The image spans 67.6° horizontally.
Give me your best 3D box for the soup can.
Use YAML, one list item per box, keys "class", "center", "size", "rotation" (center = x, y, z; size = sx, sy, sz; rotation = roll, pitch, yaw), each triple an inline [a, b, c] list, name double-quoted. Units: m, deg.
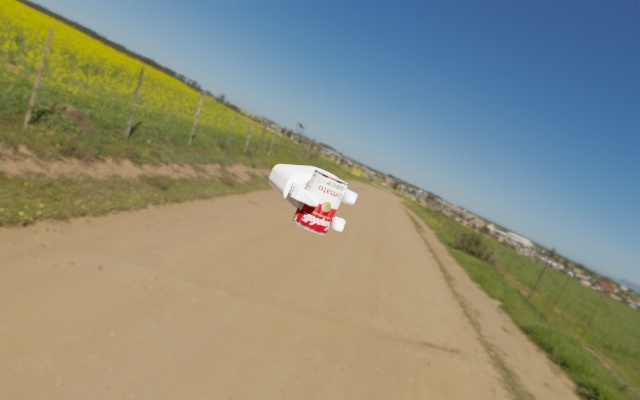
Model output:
- class: "soup can"
  center: [0.000, 0.003, 0.866]
  size: [0.068, 0.102, 0.068]
  rotation: [24, 6, -3]
